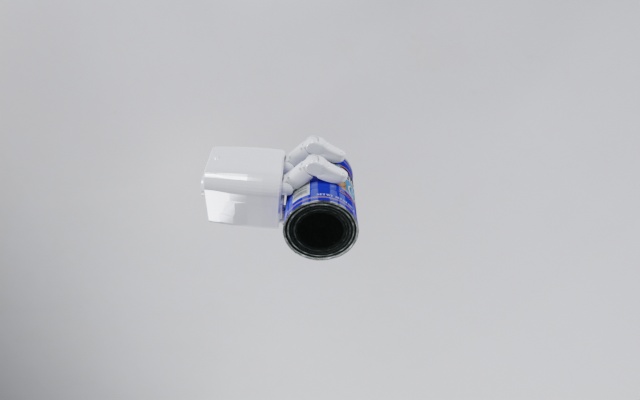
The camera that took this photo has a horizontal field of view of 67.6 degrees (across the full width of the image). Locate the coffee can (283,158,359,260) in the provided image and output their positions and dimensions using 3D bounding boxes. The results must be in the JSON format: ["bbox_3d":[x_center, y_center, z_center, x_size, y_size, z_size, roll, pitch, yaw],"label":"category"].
[{"bbox_3d":[0.000,0.002,0.695,0.103,0.103,0.140,0,35,0],"label":"coffee can"}]
